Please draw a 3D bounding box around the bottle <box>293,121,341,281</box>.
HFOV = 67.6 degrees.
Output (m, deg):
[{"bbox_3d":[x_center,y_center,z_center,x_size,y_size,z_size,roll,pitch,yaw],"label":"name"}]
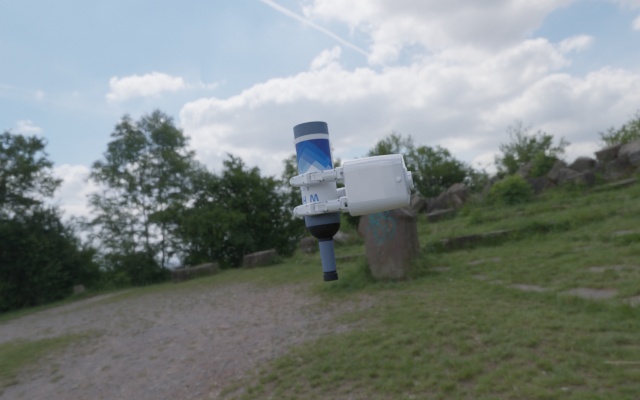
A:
[{"bbox_3d":[0.000,0.003,0.898,0.069,0.295,0.069,-8,-5,-1],"label":"bottle"}]
